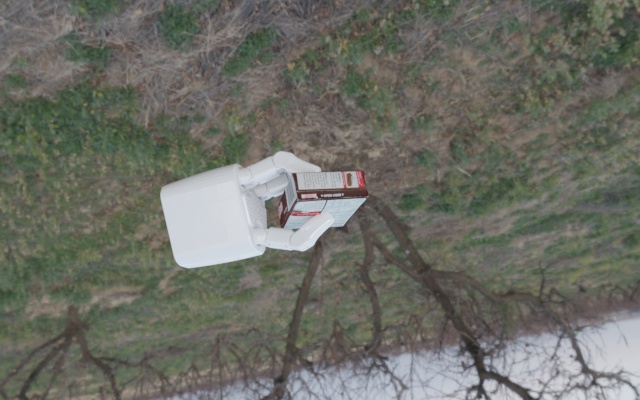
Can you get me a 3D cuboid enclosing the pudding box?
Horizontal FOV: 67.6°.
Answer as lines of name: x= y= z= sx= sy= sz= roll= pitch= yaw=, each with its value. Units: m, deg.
pudding box: x=0.000 y=0.002 z=0.595 sx=0.090 sy=0.039 sz=0.113 roll=-4 pitch=-19 yaw=-16
